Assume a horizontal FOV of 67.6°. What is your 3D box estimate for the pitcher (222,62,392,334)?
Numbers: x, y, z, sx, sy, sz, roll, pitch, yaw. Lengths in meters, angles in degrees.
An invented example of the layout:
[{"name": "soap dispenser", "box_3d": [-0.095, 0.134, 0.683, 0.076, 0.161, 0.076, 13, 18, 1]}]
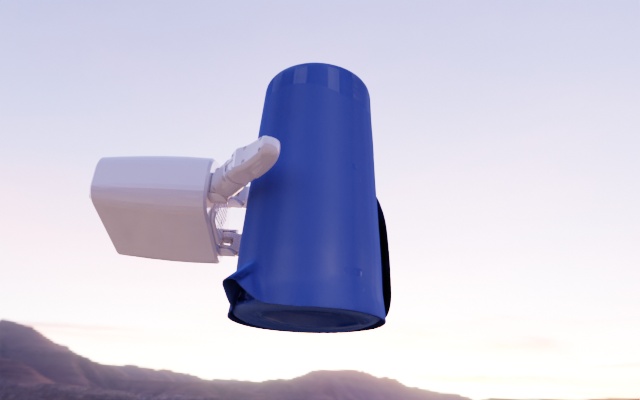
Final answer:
[{"name": "pitcher", "box_3d": [0.000, 0.001, 0.454, 0.145, 0.242, 0.149, 2, -24, 3]}]
